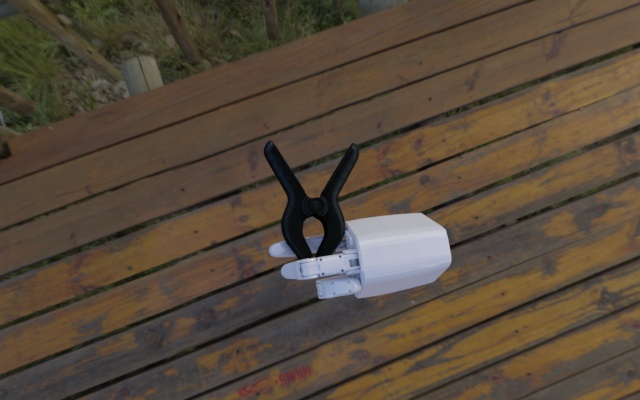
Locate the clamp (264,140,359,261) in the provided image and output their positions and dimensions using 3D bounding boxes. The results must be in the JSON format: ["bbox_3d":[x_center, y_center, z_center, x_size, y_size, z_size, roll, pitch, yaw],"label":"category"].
[{"bbox_3d":[0.000,0.002,0.595,0.120,0.171,0.039,-9,-6,-5],"label":"clamp"}]
